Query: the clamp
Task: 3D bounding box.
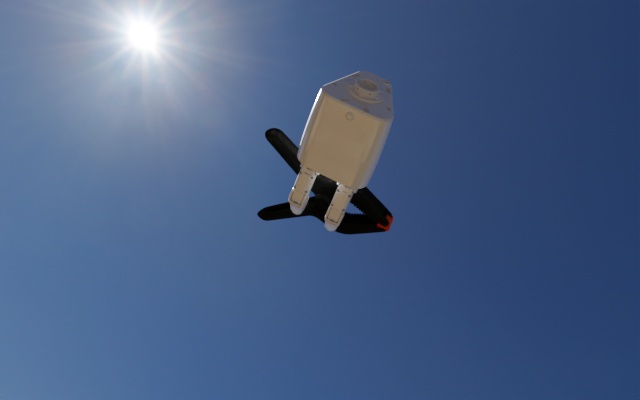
[{"bbox_3d":[0.001,0.002,0.693,0.210,0.165,0.036,26,43,6],"label":"clamp"}]
